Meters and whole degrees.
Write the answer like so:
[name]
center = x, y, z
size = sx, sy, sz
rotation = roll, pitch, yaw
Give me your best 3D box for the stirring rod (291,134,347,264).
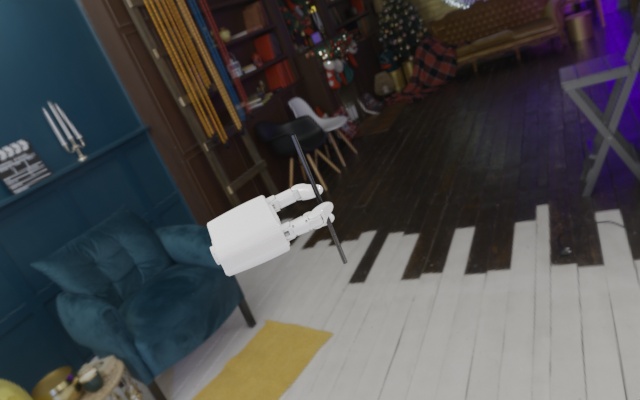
[stirring rod]
center = 0.000, 0.003, 0.780
size = 0.011, 0.240, 0.011
rotation = -19, 21, 8
